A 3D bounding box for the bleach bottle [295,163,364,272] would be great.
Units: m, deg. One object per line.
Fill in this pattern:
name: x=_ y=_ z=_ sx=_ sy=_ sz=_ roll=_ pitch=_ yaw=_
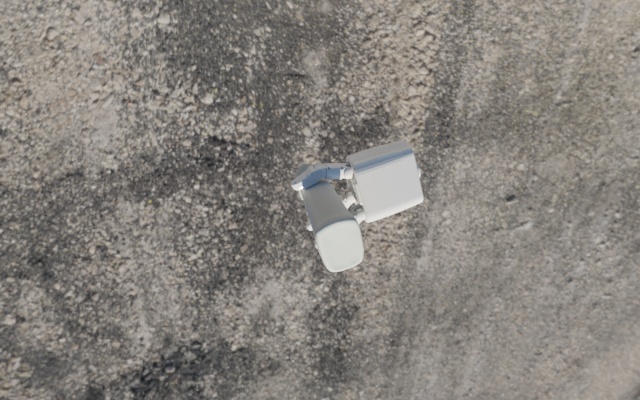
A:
bleach bottle: x=0.000 y=0.003 z=0.802 sx=0.068 sy=0.103 sz=0.250 roll=-18 pitch=37 yaw=-5
